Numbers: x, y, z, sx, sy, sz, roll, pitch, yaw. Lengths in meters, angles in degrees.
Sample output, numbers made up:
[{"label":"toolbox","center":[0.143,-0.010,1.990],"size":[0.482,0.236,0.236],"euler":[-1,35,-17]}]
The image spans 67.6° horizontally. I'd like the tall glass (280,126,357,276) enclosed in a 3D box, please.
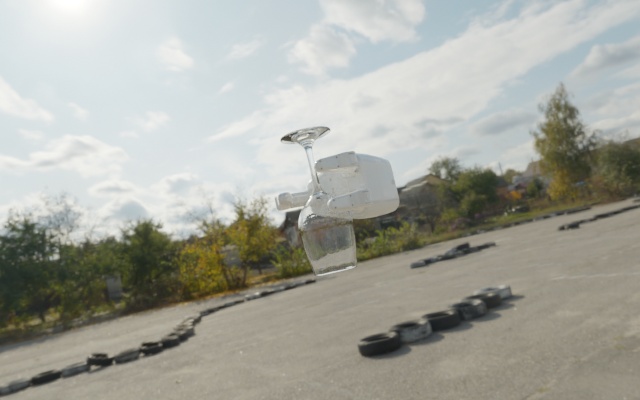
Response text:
[{"label":"tall glass","center":[0.000,0.002,0.677],"size":[0.079,0.201,0.079],"euler":[-12,-6,-1]}]
